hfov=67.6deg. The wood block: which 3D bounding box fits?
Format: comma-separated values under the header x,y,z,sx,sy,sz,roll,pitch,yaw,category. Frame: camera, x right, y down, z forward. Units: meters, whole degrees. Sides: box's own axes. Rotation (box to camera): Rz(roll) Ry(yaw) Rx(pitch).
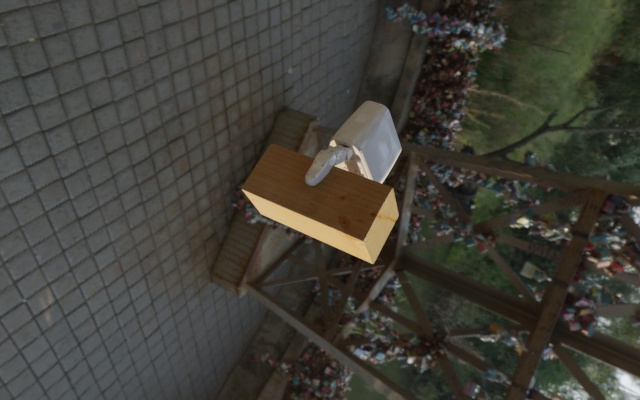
x,y,z,sx,sy,sz,roll,pitch,yaw,category
0.000,0.002,0.711,0.206,0.090,0.091,22,-21,25,wood block
